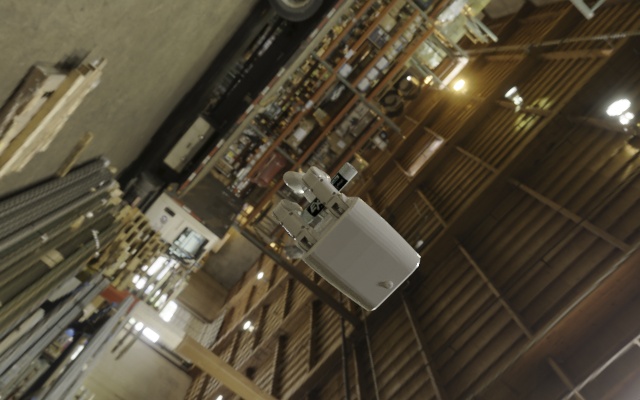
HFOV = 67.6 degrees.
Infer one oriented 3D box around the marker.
[{"bbox_3d":[0.000,0.002,0.608,0.020,0.121,0.020,39,14,-12],"label":"marker"}]
